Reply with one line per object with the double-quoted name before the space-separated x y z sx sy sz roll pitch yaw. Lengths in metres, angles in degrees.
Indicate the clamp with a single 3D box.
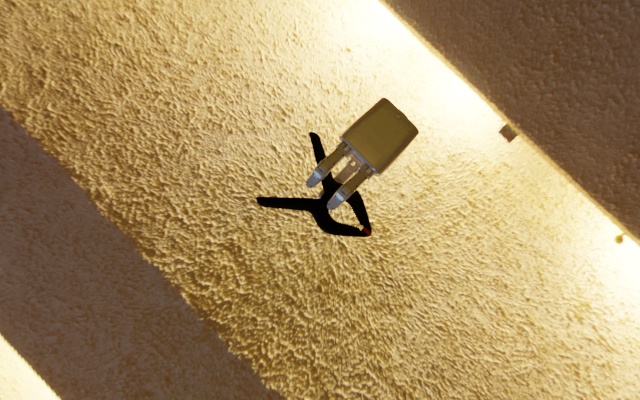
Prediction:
"clamp" 0.001 0.003 0.858 0.164 0.210 0.036 -44 -4 -1
